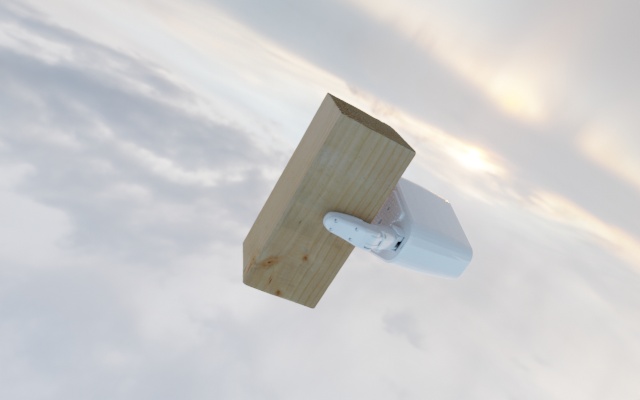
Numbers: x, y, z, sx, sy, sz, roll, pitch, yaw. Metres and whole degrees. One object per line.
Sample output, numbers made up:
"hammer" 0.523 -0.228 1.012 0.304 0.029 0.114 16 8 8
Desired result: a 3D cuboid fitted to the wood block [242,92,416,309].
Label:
"wood block" 0.000 0.002 0.519 0.090 0.206 0.090 24 19 -20
